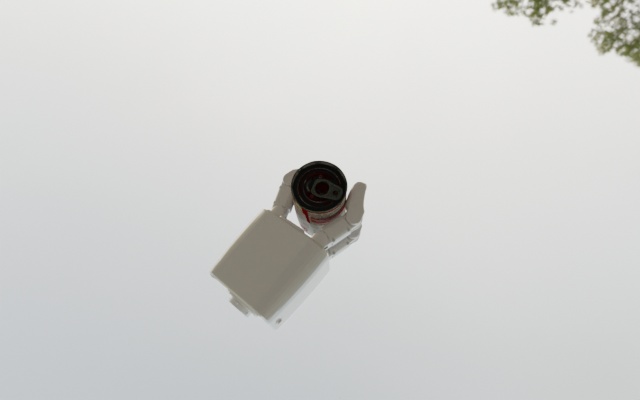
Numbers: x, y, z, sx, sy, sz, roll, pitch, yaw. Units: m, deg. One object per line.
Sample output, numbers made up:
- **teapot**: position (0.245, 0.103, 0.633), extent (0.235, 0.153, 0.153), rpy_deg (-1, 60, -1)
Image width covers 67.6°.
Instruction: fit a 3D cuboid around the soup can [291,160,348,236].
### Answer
- **soup can**: position (0.000, 0.002, 0.613), extent (0.068, 0.068, 0.102), rpy_deg (0, -23, 2)
